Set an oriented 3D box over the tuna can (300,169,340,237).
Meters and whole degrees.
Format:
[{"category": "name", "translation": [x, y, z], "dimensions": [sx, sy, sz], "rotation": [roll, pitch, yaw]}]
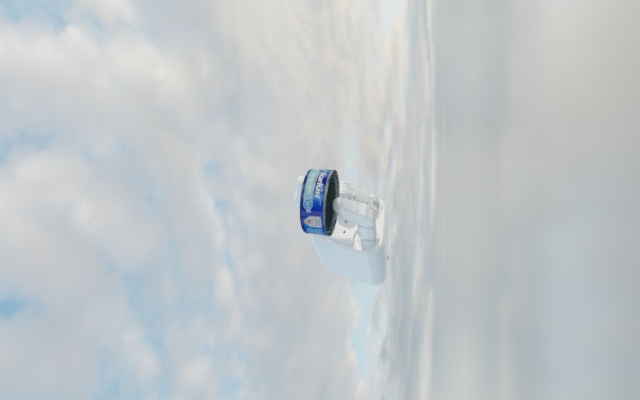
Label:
[{"category": "tuna can", "translation": [0.000, 0.002, 0.610], "dimensions": [0.034, 0.086, 0.086], "rotation": [5, 1, 13]}]
